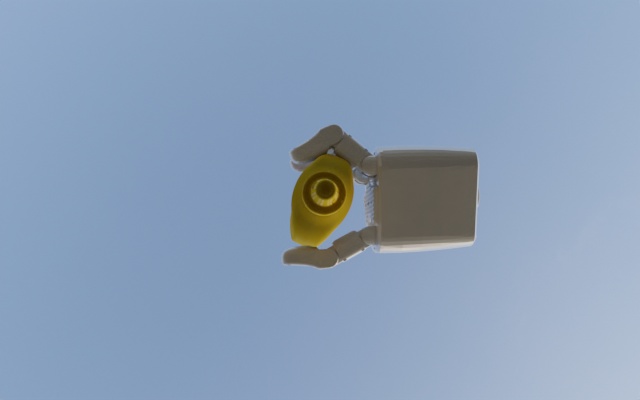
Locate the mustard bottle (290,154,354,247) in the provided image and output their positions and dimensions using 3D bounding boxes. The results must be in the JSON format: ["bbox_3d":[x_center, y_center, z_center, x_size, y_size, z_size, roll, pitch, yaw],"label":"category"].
[{"bbox_3d":[0.000,0.002,0.507,0.058,0.096,0.191,23,-7,-1],"label":"mustard bottle"}]
